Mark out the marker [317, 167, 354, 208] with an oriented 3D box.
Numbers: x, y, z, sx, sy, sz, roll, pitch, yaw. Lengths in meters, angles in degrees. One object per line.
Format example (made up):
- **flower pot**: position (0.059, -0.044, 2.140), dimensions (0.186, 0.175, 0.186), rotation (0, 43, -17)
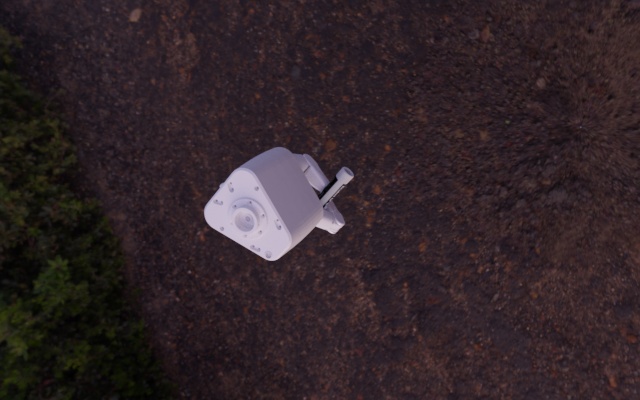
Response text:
- **marker**: position (0.000, 0.002, 0.652), dimensions (0.121, 0.020, 0.020), rotation (-47, -25, 25)
